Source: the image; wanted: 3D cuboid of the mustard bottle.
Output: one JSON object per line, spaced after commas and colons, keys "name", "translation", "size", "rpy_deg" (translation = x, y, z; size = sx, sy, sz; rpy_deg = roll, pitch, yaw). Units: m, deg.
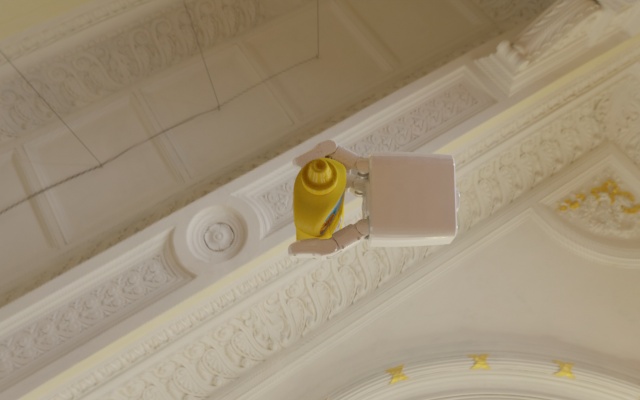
{"name": "mustard bottle", "translation": [0.000, 0.002, 0.597], "size": [0.058, 0.096, 0.192], "rpy_deg": [23, -22, 10]}
